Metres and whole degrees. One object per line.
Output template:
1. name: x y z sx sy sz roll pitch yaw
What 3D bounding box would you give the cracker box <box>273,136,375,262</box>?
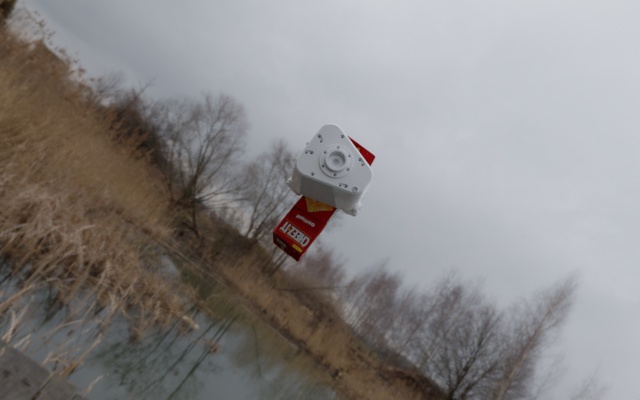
1. cracker box: 0.000 0.003 0.870 0.072 0.213 0.164 37 -12 3
